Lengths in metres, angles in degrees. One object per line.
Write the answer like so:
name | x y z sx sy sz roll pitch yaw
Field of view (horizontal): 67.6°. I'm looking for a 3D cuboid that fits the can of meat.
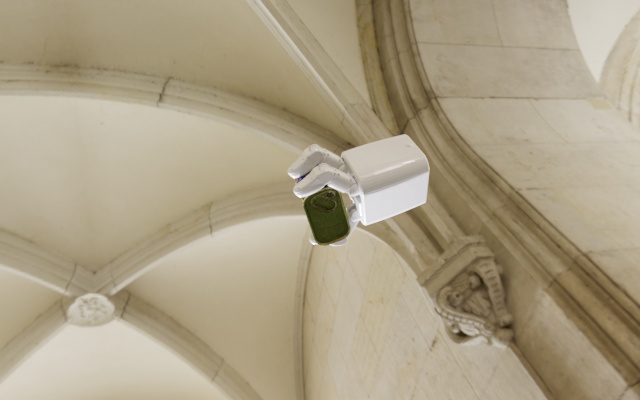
can of meat | 0.000 0.002 0.725 0.057 0.102 0.084 -20 38 -3
